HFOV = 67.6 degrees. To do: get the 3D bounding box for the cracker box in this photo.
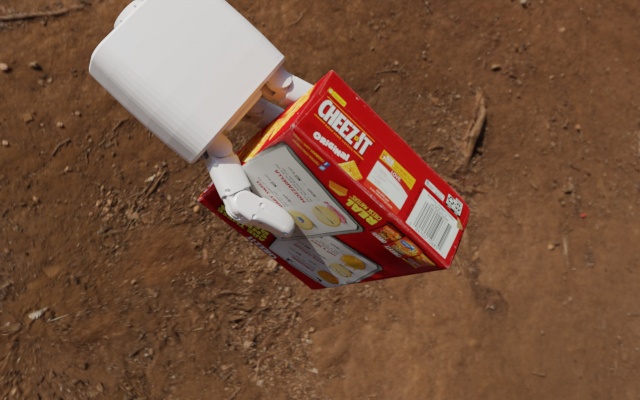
[{"bbox_3d":[0.000,0.002,0.438,0.164,0.072,0.214,41,-30,-16],"label":"cracker box"}]
